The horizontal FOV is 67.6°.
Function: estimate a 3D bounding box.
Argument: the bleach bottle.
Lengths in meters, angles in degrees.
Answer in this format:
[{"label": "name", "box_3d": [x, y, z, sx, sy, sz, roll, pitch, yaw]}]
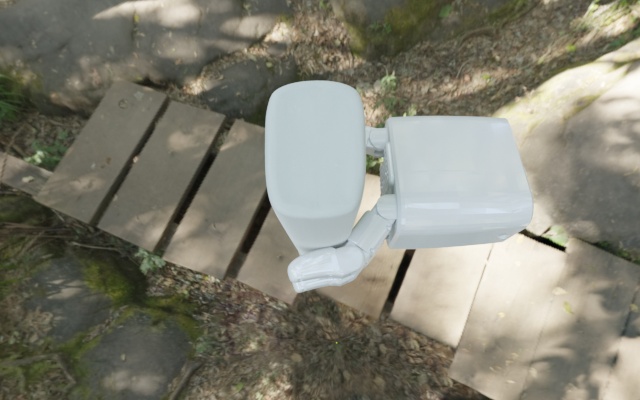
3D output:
[{"label": "bleach bottle", "box_3d": [0.000, 0.001, 0.429, 0.068, 0.102, 0.251, -1, -17, 2]}]
